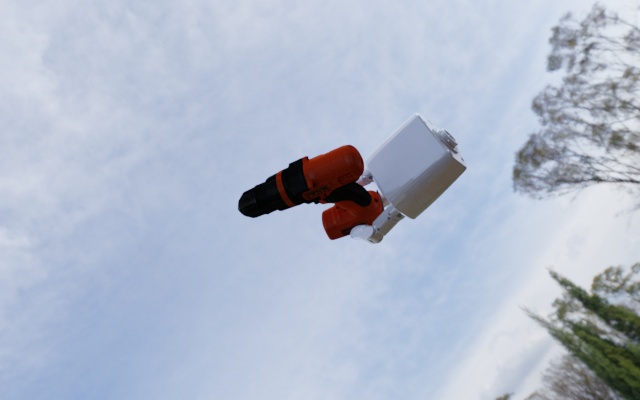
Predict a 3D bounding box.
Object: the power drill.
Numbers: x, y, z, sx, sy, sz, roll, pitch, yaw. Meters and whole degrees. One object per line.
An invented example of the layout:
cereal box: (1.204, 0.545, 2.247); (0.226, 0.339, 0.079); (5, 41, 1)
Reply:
power drill: (0.001, 0.002, 0.687); (0.184, 0.057, 0.188); (-21, -27, 20)
